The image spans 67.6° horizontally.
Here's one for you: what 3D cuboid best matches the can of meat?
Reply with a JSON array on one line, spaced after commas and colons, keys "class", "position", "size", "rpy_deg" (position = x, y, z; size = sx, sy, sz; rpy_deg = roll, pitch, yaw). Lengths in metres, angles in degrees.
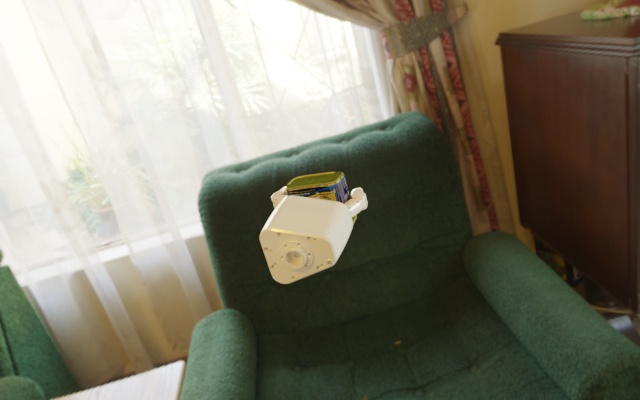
[{"class": "can of meat", "position": [0.000, 0.002, 0.792], "size": [0.102, 0.084, 0.057], "rpy_deg": [-7, 23, 23]}]
